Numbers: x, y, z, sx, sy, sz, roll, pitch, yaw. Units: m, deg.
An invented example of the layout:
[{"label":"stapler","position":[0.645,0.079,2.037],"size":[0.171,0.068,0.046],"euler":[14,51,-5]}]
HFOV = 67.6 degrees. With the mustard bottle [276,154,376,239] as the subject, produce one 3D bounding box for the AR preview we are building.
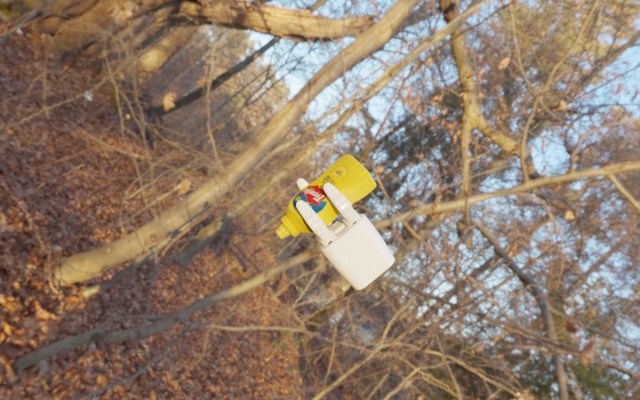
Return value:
[{"label":"mustard bottle","position":[0.000,0.002,0.853],"size":[0.058,0.191,0.096],"euler":[53,-3,-41]}]
